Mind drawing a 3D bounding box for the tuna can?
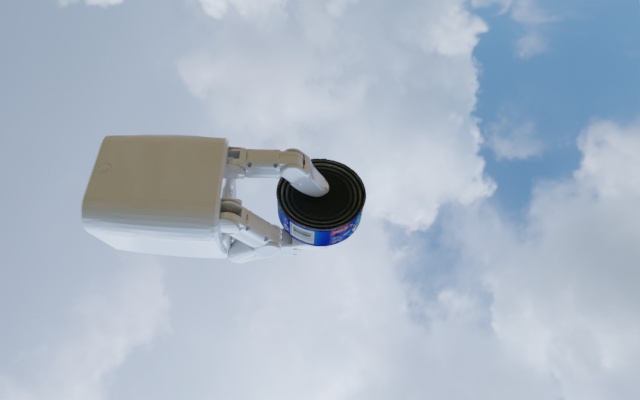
[{"bbox_3d":[0.000,0.002,0.467,0.086,0.086,0.034,0,-37,-3],"label":"tuna can"}]
